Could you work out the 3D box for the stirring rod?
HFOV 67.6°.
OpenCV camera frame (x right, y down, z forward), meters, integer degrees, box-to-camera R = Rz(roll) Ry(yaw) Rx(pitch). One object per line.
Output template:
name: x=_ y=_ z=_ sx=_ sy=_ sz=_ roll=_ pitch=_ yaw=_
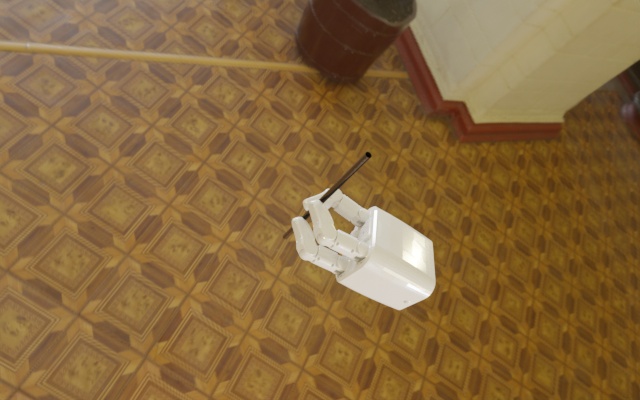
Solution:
stirring rod: x=0.000 y=0.002 z=0.625 sx=0.011 sy=0.011 sz=0.240 roll=0 pitch=-26 yaw=-30
